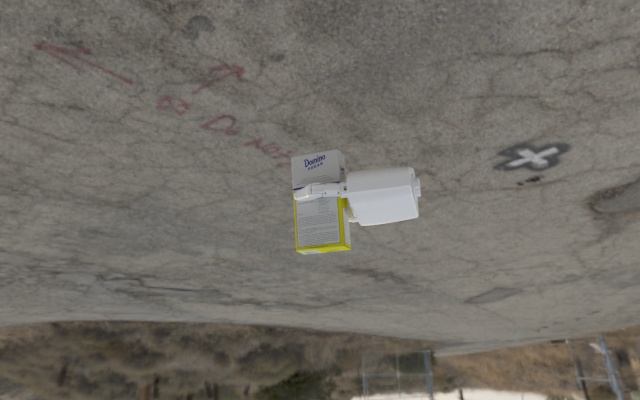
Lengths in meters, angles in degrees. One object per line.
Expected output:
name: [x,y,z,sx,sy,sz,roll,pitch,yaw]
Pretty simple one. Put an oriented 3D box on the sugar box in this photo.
sugar box: [0.000,0.003,0.850,0.093,0.176,0.048,-8,-18,18]
